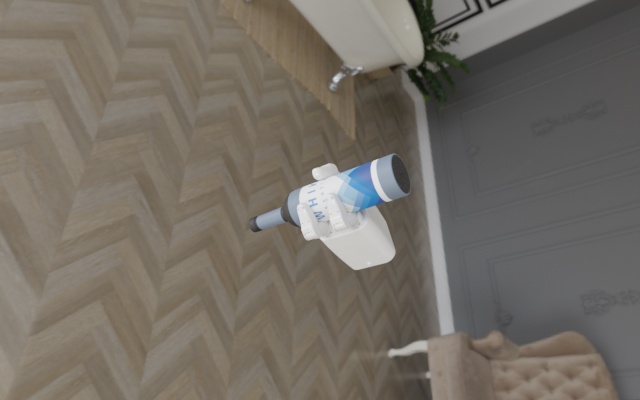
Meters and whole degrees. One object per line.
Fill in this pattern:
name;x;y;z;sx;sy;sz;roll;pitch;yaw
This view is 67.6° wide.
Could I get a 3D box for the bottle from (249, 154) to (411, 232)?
bottle;0.000;0.002;0.789;0.296;0.069;0.069;-19;-10;30
